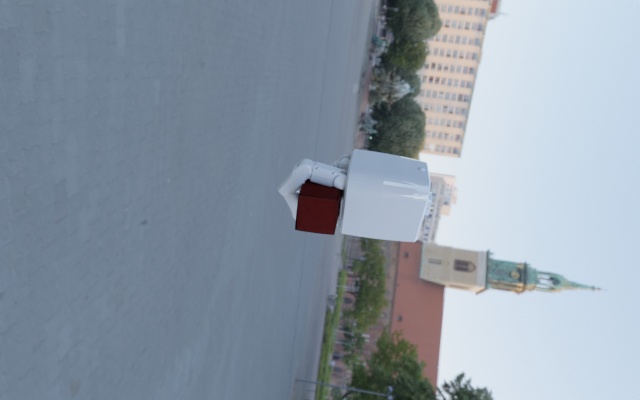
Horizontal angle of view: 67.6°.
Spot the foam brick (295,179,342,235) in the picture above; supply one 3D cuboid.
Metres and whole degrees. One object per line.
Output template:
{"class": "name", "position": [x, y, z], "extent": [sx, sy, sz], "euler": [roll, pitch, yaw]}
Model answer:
{"class": "foam brick", "position": [0.000, 0.002, 0.627], "extent": [0.051, 0.053, 0.078], "euler": [9, 28, 4]}
